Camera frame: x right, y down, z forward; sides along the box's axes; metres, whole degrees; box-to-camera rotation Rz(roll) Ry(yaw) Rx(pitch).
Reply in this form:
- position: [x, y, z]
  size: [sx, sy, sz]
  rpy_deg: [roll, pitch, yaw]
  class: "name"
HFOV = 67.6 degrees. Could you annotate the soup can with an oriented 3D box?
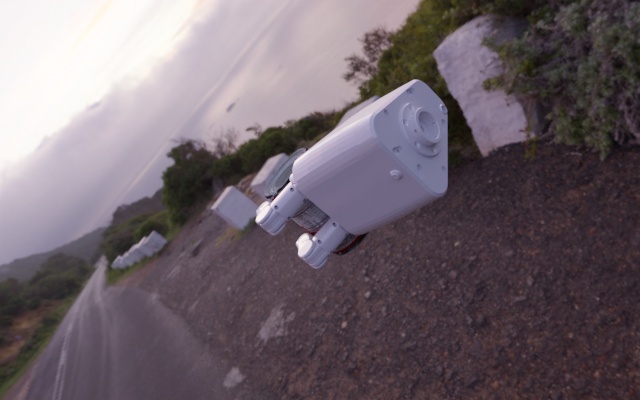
- position: [0.000, 0.002, 0.503]
  size: [0.102, 0.068, 0.068]
  rpy_deg: [40, -15, -19]
  class: "soup can"
